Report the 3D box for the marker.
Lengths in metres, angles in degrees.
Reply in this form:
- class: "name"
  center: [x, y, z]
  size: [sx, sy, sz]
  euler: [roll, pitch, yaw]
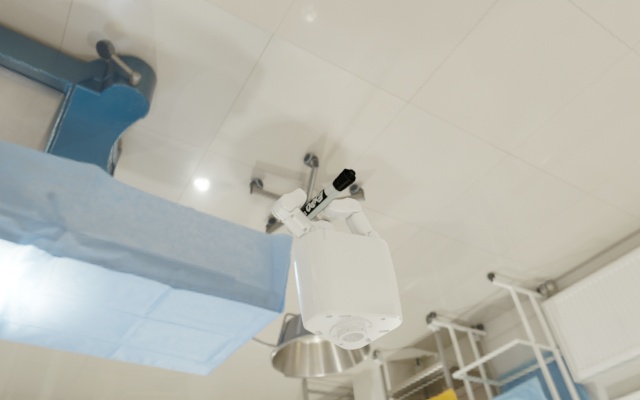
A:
- class: "marker"
  center: [0.000, 0.002, 0.570]
  size: [0.020, 0.020, 0.121]
  euler: [0, -34, -47]
